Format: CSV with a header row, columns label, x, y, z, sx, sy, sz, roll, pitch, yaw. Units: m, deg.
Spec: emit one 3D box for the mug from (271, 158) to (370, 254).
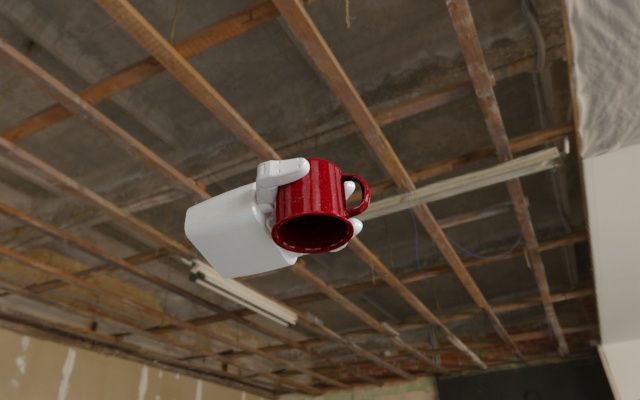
label,x,y,z,sx,sy,sz,roll,pitch,yaw
mug,0.001,0.001,0.552,0.117,0.081,0.093,-17,-36,19
